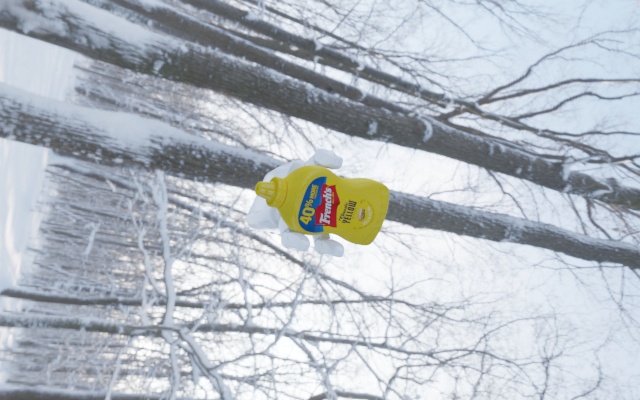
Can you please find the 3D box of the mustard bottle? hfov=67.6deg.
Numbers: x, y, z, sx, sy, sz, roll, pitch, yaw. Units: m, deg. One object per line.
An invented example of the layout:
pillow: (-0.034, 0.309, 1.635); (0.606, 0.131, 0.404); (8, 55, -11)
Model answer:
mustard bottle: (0.000, 0.002, 0.663); (0.191, 0.096, 0.058); (13, 12, -28)
